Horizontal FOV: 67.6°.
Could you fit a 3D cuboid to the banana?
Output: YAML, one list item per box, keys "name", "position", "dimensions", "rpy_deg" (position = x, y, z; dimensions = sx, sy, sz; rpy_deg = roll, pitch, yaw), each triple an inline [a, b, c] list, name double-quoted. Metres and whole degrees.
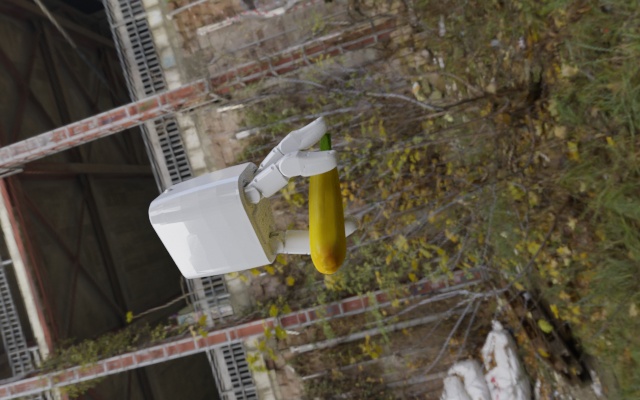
- name: "banana"
  position: [0.004, 0.013, 0.494]
  dimensions: [0.037, 0.070, 0.197]
  rpy_deg: [-11, 42, 7]
